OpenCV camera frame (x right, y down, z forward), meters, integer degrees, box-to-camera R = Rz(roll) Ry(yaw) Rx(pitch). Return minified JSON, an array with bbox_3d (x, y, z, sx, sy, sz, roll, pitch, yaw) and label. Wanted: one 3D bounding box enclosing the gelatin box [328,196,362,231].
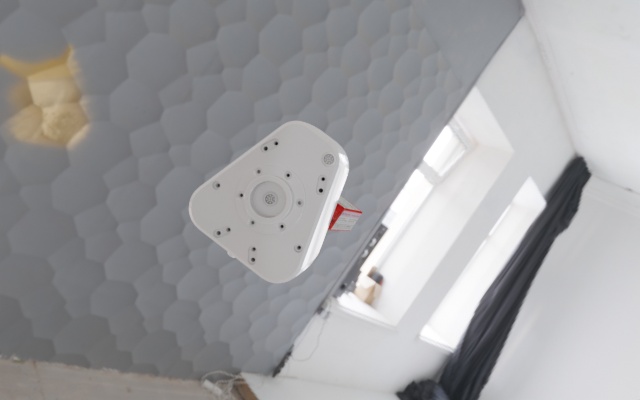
[{"bbox_3d":[0.000,0.001,0.513,0.073,0.030,0.089,36,8,16],"label":"gelatin box"}]
